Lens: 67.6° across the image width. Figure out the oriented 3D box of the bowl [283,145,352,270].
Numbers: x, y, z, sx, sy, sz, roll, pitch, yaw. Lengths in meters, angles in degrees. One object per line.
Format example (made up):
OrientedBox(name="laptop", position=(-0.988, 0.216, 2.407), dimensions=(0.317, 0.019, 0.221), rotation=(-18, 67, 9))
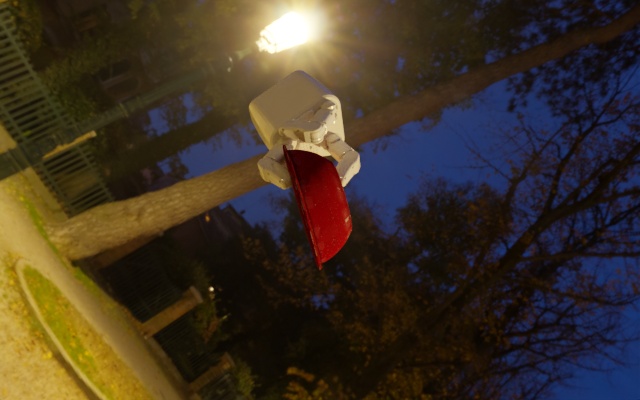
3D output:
OrientedBox(name="bowl", position=(0.001, 0.003, 0.597), dimensions=(0.055, 0.162, 0.162), rotation=(-16, 1, -4))
